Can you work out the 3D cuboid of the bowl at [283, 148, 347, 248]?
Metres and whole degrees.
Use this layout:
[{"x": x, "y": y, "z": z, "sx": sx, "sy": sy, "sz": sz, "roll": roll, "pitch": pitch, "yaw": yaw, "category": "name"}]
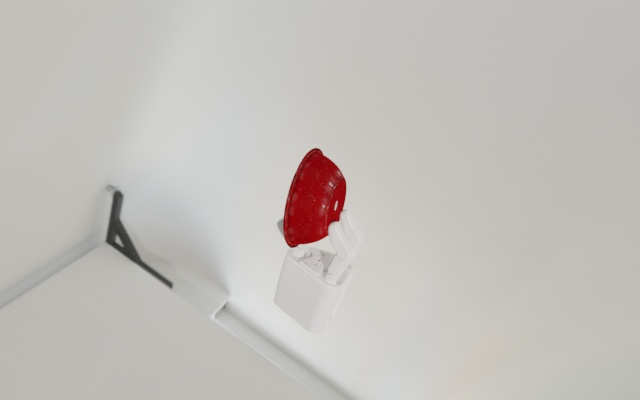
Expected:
[{"x": 0.001, "y": 0.001, "z": 0.740, "sx": 0.055, "sy": 0.162, "sz": 0.162, "roll": 15, "pitch": 4, "yaw": 17, "category": "bowl"}]
